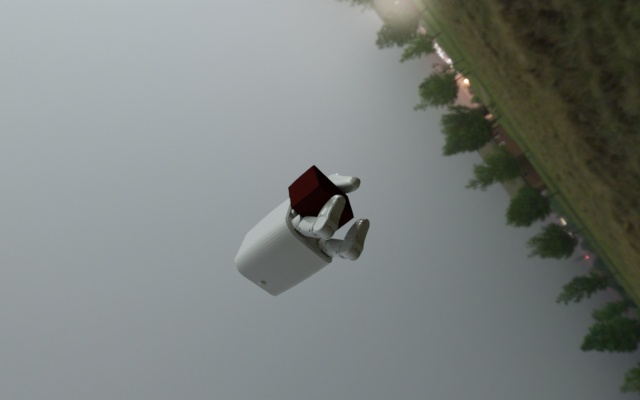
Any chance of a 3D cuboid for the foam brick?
[{"bbox_3d":[0.000,0.002,0.655,0.051,0.053,0.078,-37,-57,17],"label":"foam brick"}]
